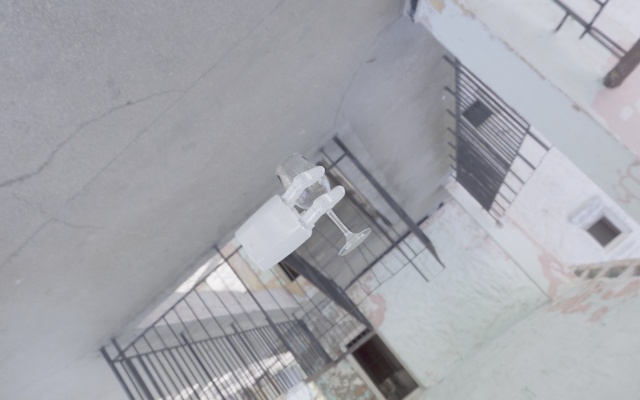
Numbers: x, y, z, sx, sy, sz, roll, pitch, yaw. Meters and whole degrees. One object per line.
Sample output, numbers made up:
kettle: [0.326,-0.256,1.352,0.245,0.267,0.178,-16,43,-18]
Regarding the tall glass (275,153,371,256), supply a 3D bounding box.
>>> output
tall glass: [0.001,0.003,0.879,0.079,0.201,0.079,-36,-18,-13]
